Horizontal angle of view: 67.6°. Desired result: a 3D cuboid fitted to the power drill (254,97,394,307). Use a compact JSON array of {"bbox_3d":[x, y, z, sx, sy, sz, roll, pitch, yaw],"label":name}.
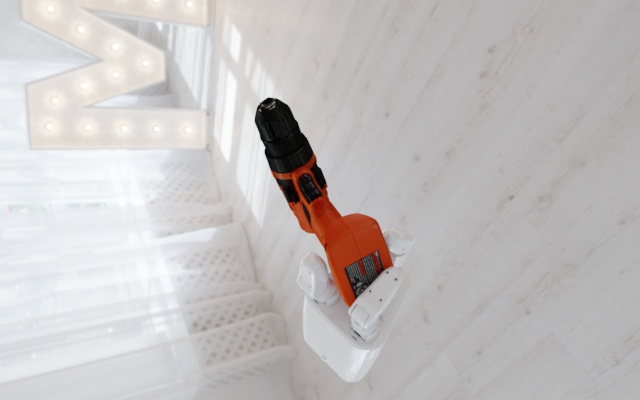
[{"bbox_3d":[0.000,0.002,0.485,0.057,0.185,0.187,-29,41,-5],"label":"power drill"}]
